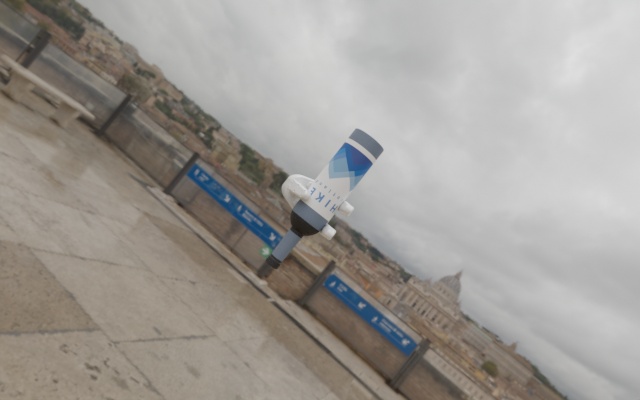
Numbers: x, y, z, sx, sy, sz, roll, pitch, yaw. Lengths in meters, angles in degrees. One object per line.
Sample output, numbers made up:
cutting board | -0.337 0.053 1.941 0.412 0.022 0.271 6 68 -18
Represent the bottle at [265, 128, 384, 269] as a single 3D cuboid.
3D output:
bottle | 0.000 0.003 0.879 0.069 0.295 0.069 38 -1 1
